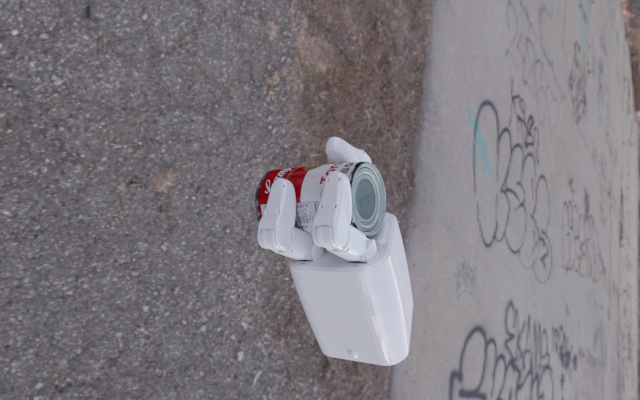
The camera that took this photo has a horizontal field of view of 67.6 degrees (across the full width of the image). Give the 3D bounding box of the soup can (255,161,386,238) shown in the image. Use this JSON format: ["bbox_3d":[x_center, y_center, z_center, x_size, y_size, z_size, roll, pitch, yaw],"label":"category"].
[{"bbox_3d":[0.000,0.001,0.436,0.102,0.068,0.068,-3,-2,34],"label":"soup can"}]
